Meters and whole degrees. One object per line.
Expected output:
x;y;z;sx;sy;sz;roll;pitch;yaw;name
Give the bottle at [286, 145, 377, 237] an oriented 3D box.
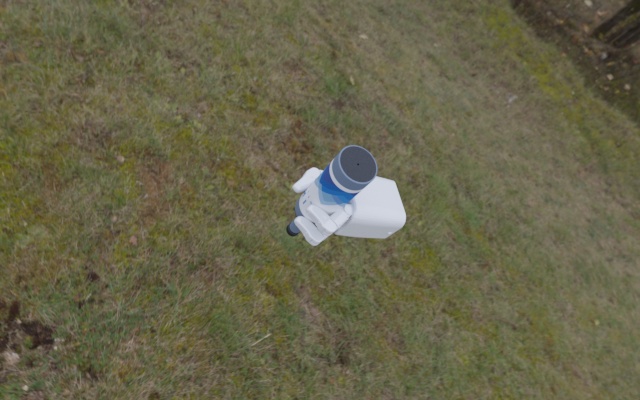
0.000;0.003;0.846;0.069;0.069;0.296;0;-23;-25;bottle
